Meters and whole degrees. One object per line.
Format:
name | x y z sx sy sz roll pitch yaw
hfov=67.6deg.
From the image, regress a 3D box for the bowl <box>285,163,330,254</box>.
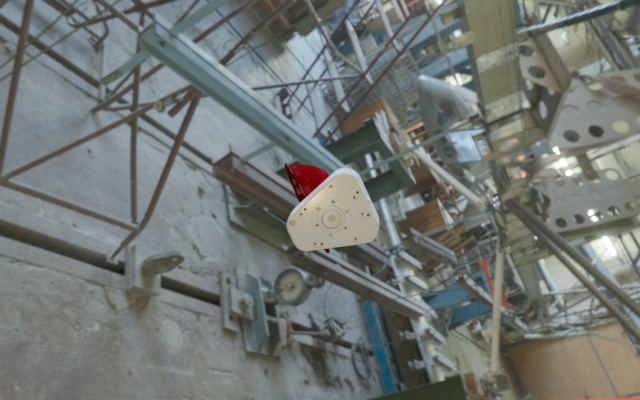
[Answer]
bowl | 0.000 0.002 0.776 0.055 0.162 0.162 -26 3 -7
